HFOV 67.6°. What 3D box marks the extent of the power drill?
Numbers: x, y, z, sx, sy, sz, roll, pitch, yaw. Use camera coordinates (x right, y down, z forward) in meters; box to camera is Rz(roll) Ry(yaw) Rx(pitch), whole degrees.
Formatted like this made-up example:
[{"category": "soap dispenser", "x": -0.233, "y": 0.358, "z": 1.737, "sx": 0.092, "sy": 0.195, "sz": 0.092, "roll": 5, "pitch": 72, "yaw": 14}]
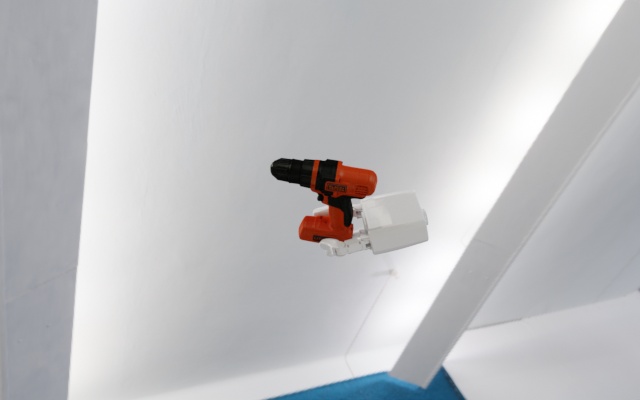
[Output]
[{"category": "power drill", "x": 0.000, "y": 0.003, "z": 0.867, "sx": 0.184, "sy": 0.057, "sz": 0.188, "roll": 10, "pitch": -40, "yaw": 4}]
